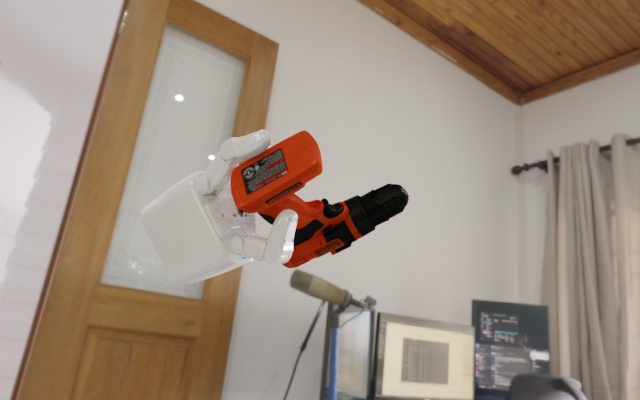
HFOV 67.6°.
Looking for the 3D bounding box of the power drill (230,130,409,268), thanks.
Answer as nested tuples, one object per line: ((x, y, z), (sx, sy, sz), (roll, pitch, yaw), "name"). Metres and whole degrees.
((0.000, 0.002, 0.552), (0.184, 0.057, 0.188), (-29, -37, 9), "power drill")
